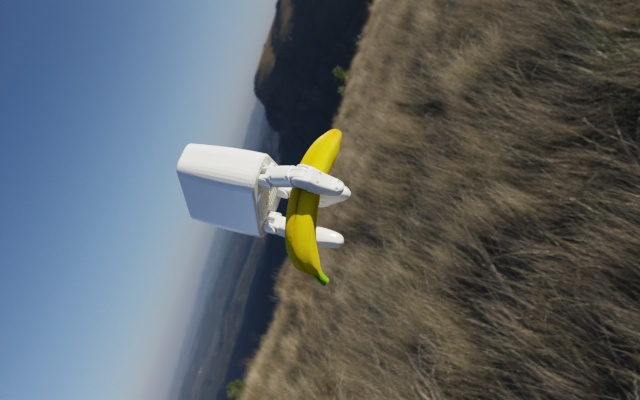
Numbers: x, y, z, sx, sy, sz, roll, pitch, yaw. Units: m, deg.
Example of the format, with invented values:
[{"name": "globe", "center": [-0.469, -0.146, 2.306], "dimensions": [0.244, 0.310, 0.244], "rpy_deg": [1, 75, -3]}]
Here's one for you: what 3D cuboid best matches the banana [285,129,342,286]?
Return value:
[{"name": "banana", "center": [-0.011, 0.003, 0.583], "dimensions": [0.037, 0.198, 0.069], "rpy_deg": [4, -6, 34]}]
